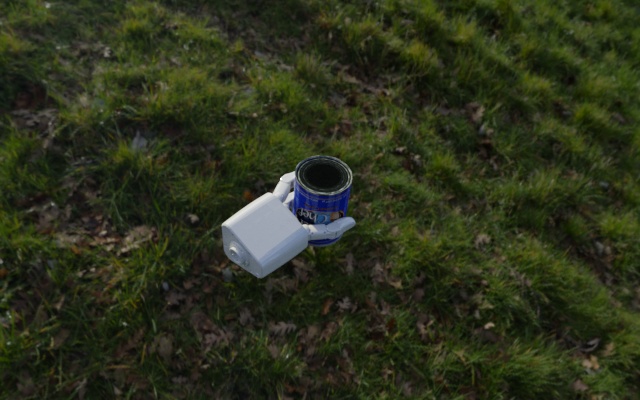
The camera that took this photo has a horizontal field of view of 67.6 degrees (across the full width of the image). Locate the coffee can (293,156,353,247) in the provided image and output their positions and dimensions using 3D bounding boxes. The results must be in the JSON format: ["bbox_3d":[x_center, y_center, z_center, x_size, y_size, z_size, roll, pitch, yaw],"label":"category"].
[{"bbox_3d":[0.000,0.003,0.883,0.103,0.102,0.140,0,-44,-7],"label":"coffee can"}]
